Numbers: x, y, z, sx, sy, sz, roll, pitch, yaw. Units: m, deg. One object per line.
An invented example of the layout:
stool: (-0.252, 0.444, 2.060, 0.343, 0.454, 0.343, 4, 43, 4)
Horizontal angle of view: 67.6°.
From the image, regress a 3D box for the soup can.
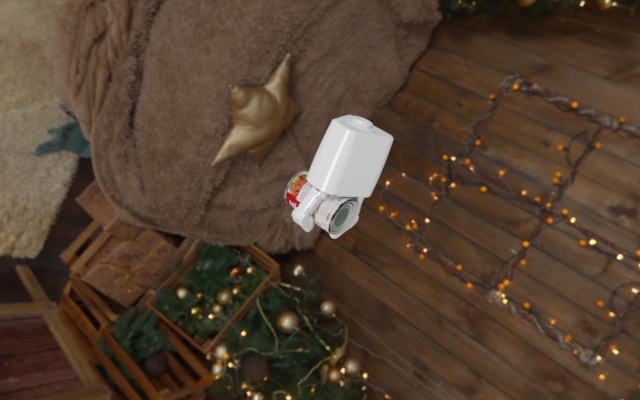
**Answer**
soup can: (0.000, 0.003, 0.786, 0.102, 0.068, 0.068, 34, 17, 27)
